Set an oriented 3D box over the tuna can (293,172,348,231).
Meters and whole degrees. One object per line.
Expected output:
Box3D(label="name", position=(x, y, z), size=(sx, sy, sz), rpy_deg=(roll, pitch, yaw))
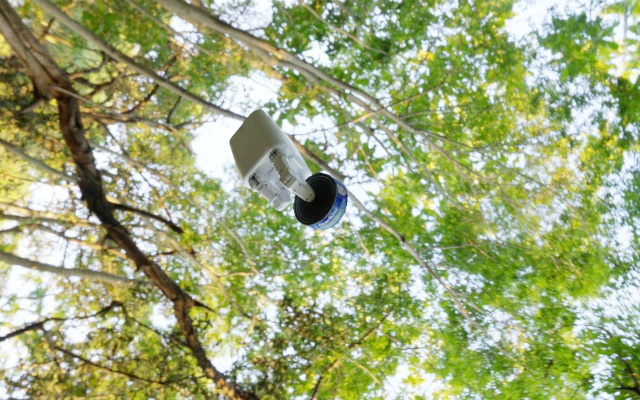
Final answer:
Box3D(label="tuna can", position=(0.001, 0.003, 0.735), size=(0.086, 0.086, 0.034), rpy_deg=(0, -20, 42))
